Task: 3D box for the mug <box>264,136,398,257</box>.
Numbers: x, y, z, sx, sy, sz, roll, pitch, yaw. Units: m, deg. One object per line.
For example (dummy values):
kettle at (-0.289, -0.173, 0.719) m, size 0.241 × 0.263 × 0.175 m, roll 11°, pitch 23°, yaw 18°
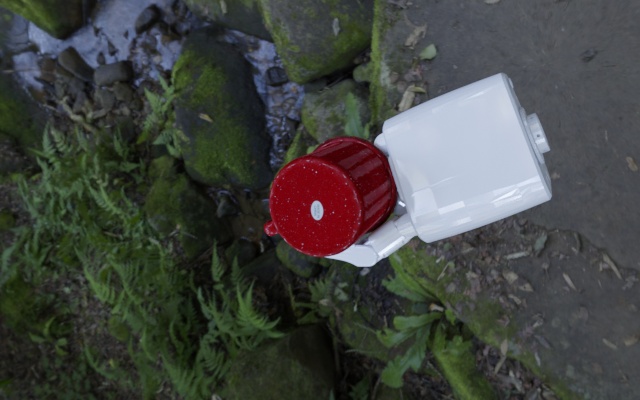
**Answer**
mug at (-0.001, 0.002, 0.407) m, size 0.117 × 0.093 × 0.081 m, roll -24°, pitch 4°, yaw 27°
